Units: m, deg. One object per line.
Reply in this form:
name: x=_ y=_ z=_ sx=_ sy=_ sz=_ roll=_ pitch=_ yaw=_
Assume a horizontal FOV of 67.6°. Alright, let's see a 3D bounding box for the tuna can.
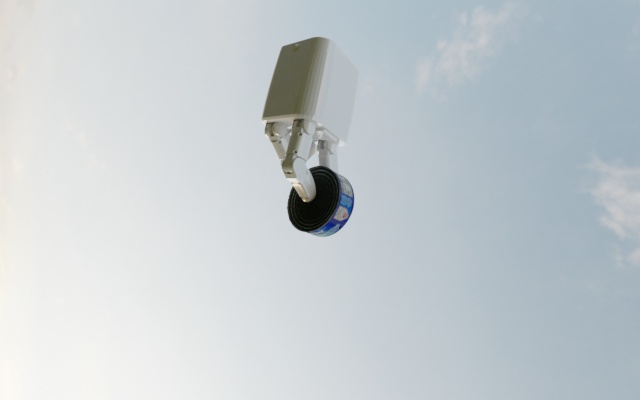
tuna can: x=0.000 y=0.002 z=0.600 sx=0.086 sy=0.086 sz=0.034 roll=0 pitch=-17 yaw=42
